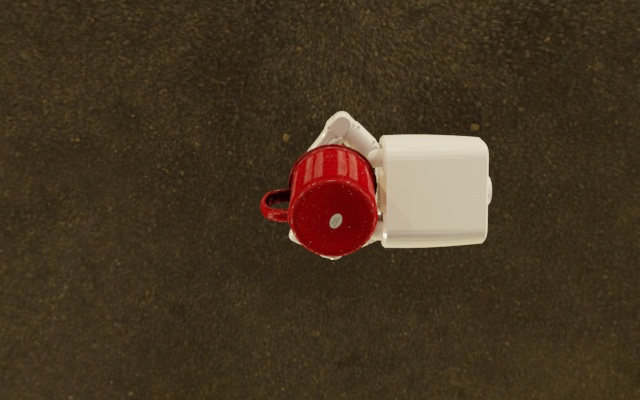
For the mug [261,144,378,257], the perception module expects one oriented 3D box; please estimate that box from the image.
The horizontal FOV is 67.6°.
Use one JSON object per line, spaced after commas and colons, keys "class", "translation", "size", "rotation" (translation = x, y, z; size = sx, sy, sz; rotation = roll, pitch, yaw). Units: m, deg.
{"class": "mug", "translation": [-0.001, 0.002, 0.463], "size": [0.117, 0.093, 0.081], "rotation": [-1, 23, 2]}
